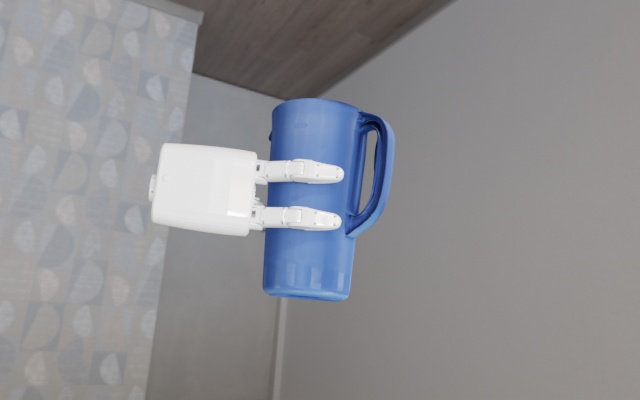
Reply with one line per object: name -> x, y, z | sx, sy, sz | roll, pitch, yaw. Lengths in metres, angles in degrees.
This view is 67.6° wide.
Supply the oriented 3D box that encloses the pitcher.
pitcher -> 0.000, 0.002, 0.606 | 0.145, 0.242, 0.149 | 7, -13, -12
